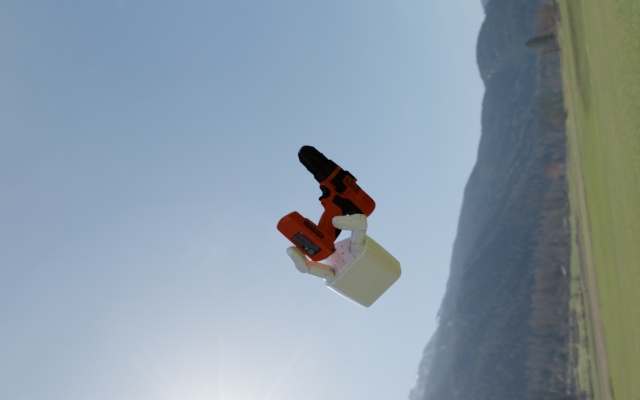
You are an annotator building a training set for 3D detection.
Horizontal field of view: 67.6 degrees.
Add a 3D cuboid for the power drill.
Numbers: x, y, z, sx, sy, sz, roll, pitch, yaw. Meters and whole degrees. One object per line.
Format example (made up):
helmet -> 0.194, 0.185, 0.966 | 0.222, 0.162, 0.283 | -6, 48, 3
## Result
power drill -> 0.000, 0.003, 0.866 | 0.057, 0.184, 0.187 | -43, 7, 49
